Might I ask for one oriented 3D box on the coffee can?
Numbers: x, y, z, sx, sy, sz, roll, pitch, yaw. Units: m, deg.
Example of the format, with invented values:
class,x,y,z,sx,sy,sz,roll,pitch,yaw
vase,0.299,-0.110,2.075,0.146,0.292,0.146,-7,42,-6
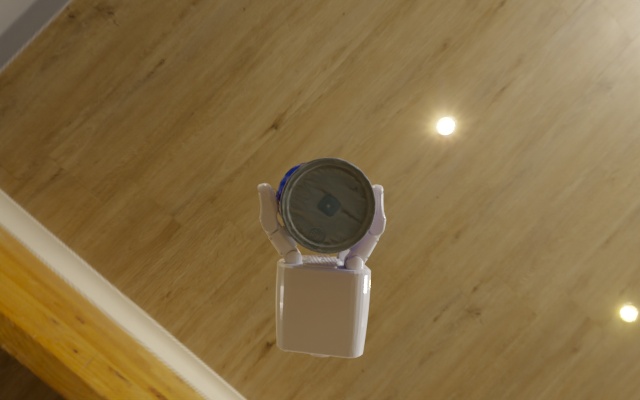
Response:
class,x,y,z,sx,sy,sz,roll,pitch,yaw
coffee can,0.000,0.002,0.572,0.103,0.103,0.140,0,3,-7
